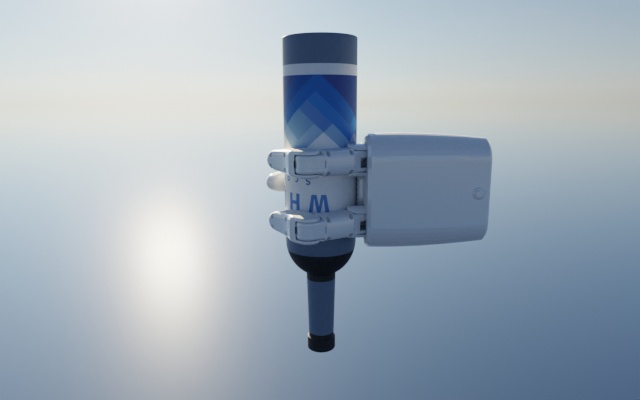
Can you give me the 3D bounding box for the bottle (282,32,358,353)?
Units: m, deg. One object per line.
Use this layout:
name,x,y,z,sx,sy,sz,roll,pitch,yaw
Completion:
bottle,0.000,0.001,0.448,0.069,0.296,0.069,0,12,0
